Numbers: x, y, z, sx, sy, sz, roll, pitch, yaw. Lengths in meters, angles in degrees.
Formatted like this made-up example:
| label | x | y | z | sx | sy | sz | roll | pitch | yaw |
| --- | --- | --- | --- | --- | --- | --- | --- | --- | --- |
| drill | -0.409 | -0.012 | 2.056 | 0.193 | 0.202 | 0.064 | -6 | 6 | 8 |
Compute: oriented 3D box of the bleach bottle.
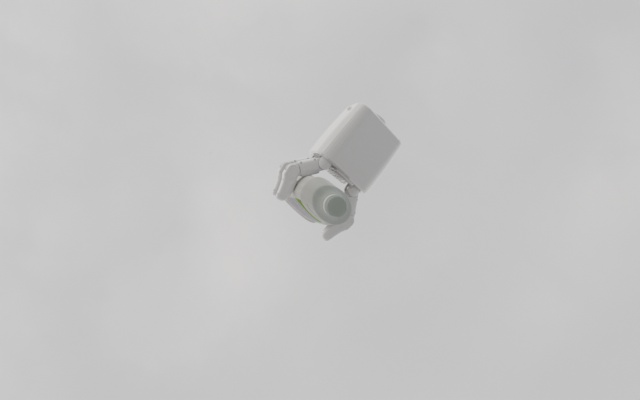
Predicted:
| label | x | y | z | sx | sy | sz | roll | pitch | yaw |
| --- | --- | --- | --- | --- | --- | --- | --- | --- | --- |
| bleach bottle | 0.000 | 0.002 | 0.760 | 0.102 | 0.068 | 0.251 | 41 | -5 | -13 |
